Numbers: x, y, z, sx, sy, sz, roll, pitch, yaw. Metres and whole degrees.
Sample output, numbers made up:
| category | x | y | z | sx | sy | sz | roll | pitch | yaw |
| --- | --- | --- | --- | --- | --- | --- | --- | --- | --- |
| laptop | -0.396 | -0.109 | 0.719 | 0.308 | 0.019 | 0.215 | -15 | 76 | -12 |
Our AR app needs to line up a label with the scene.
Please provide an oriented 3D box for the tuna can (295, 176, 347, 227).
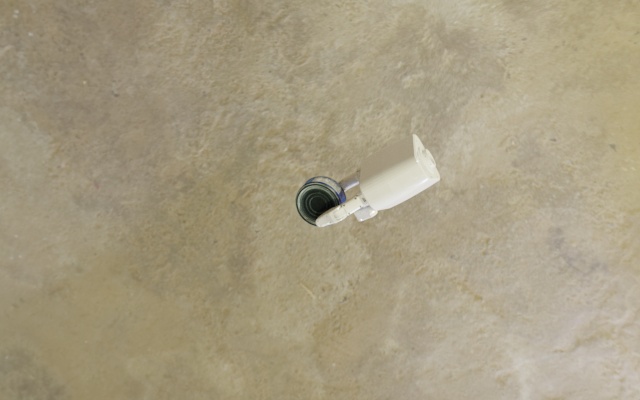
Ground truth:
| category | x | y | z | sx | sy | sz | roll | pitch | yaw |
| --- | --- | --- | --- | --- | --- | --- | --- | --- | --- |
| tuna can | 0.000 | 0.003 | 0.835 | 0.086 | 0.086 | 0.033 | 0 | 22 | 19 |
